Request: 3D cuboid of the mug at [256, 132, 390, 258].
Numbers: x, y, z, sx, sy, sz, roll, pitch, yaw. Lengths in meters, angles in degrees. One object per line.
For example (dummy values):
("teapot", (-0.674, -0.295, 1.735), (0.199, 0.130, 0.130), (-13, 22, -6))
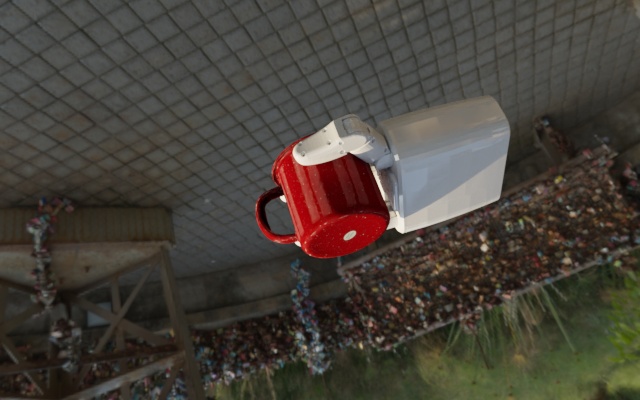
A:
("mug", (-0.001, 0.002, 0.424), (0.117, 0.081, 0.093), (-18, -30, -3))
